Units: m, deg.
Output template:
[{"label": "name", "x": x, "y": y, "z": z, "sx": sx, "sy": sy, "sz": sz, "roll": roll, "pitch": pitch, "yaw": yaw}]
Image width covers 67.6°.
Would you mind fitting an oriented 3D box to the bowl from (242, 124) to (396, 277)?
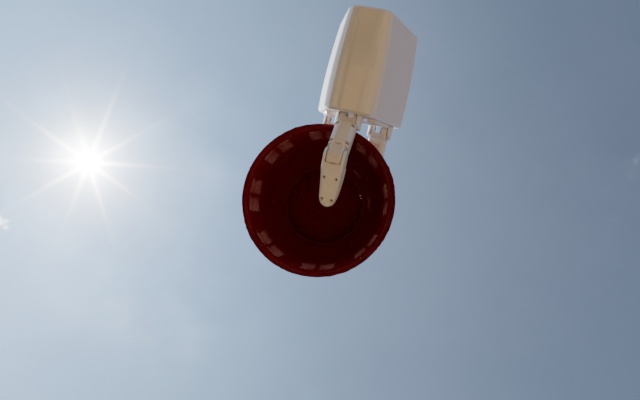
[{"label": "bowl", "x": 0.000, "y": 0.003, "z": 0.519, "sx": 0.162, "sy": 0.162, "sz": 0.055, "roll": 0, "pitch": -8, "yaw": 9}]
